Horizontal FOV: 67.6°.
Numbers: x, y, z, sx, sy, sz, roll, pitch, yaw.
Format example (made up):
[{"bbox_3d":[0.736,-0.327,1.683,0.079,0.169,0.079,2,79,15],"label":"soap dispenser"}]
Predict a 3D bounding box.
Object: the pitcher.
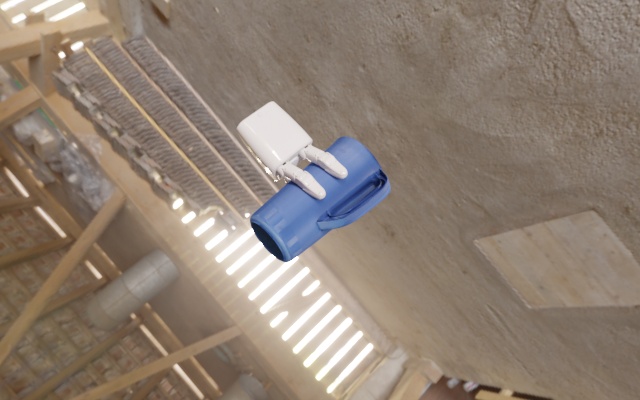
[{"bbox_3d":[0.000,0.003,0.868,0.242,0.145,0.149,-40,-5,-22],"label":"pitcher"}]
